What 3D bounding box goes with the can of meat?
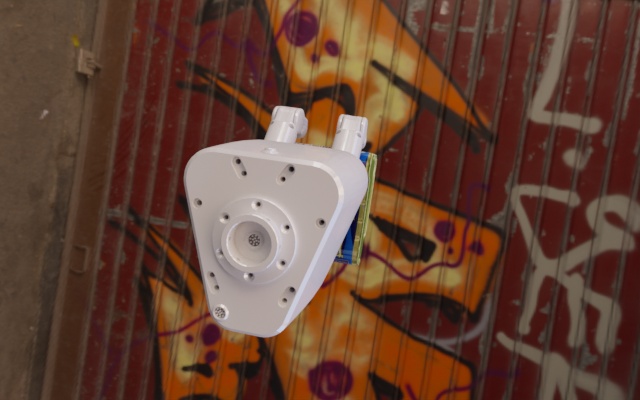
[{"bbox_3d":[0.000,0.002,0.415,0.084,0.102,0.057,9,6,10],"label":"can of meat"}]
